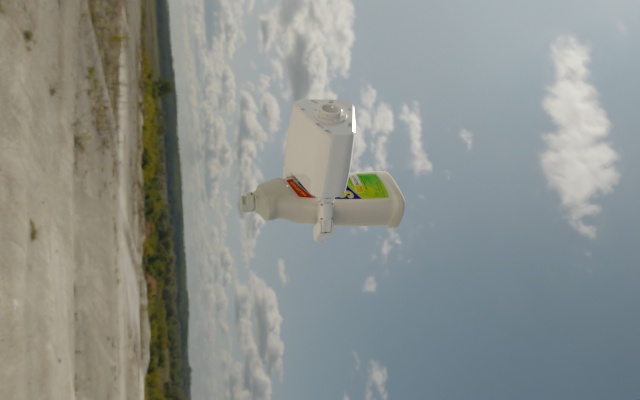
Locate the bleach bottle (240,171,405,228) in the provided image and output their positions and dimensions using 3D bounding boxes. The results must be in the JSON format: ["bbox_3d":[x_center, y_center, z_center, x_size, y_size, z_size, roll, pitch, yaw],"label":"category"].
[{"bbox_3d":[0.000,0.002,0.763,0.251,0.068,0.102,-3,41,-17],"label":"bleach bottle"}]
